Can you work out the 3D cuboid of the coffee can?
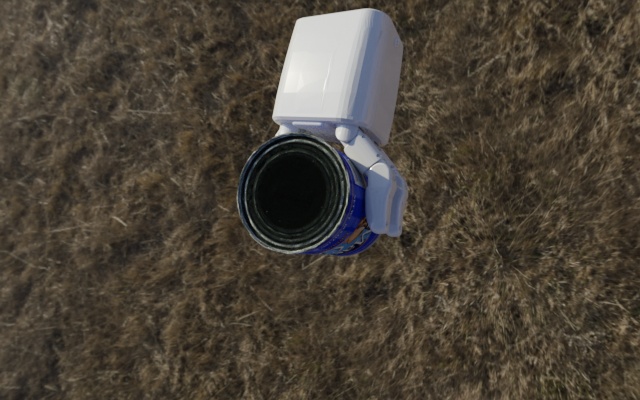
[{"bbox_3d":[0.000,0.002,0.458,0.103,0.103,0.140,0,-7,21],"label":"coffee can"}]
